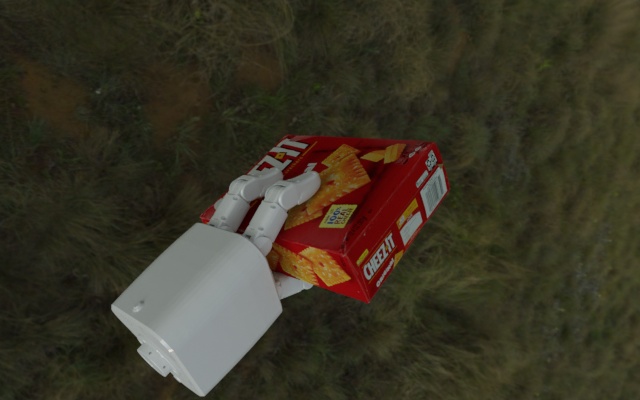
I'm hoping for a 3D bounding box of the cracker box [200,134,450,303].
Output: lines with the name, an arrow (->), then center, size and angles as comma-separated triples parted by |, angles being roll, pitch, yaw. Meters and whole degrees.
cracker box -> 0.000, 0.002, 0.504 | 0.213, 0.072, 0.164 | 10, 47, 42
